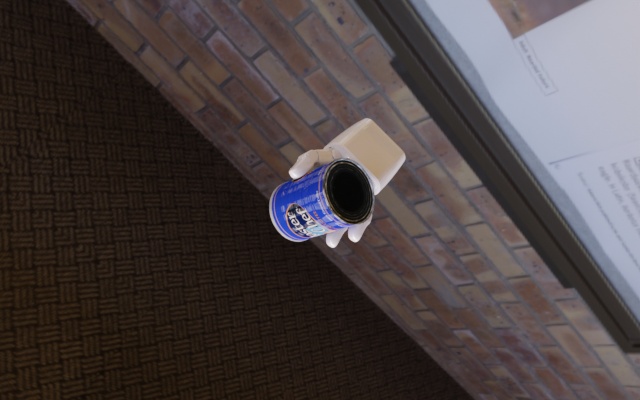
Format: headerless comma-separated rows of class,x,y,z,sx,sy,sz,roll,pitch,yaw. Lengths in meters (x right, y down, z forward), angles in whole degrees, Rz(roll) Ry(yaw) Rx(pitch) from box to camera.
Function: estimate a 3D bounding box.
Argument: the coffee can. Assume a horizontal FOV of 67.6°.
coffee can,0.000,0.003,0.751,0.103,0.103,0.140,0,-13,-40
